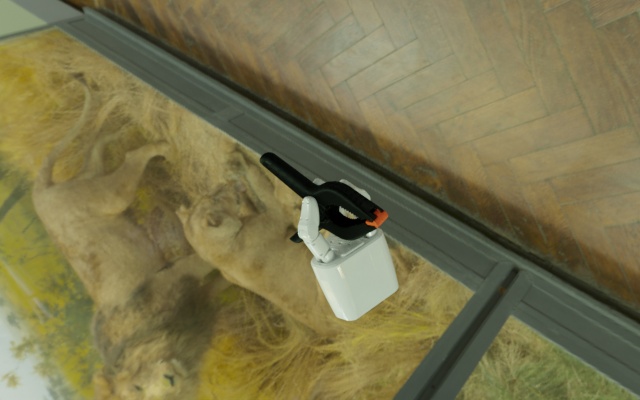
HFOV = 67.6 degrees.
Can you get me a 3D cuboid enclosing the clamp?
[{"bbox_3d":[0.000,0.003,0.691,0.210,0.165,0.036,4,36,45],"label":"clamp"}]
